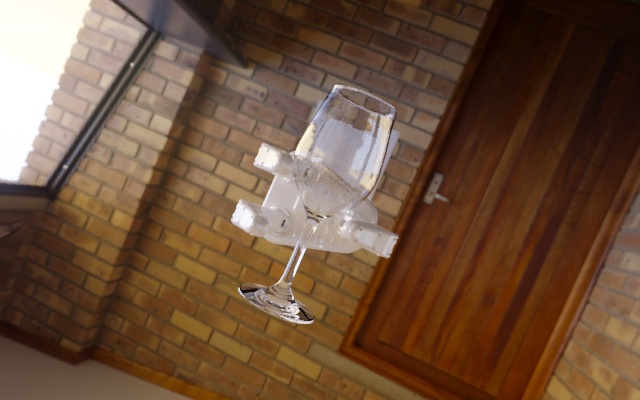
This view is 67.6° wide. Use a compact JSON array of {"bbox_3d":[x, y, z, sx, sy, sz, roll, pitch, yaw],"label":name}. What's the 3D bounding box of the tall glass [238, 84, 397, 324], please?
[{"bbox_3d":[0.000,0.002,0.426,0.079,0.201,0.079,23,2,-1],"label":"tall glass"}]
